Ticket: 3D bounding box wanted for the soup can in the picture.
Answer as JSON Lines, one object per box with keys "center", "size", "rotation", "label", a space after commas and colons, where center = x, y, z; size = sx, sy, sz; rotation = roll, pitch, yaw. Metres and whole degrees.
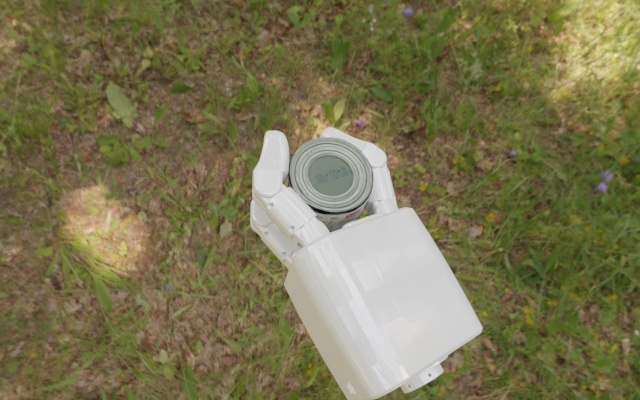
{"center": [0.000, 0.001, 0.403], "size": [0.068, 0.068, 0.102], "rotation": [0, -25, -10], "label": "soup can"}
